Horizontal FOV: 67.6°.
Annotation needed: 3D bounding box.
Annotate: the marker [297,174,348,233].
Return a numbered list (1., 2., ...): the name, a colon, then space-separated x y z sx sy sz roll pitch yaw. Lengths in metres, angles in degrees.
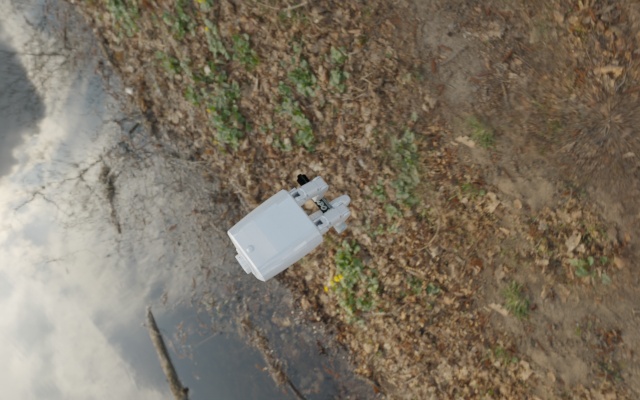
1. marker: 0.000 0.003 0.791 0.020 0.121 0.020 -36 -15 -11
